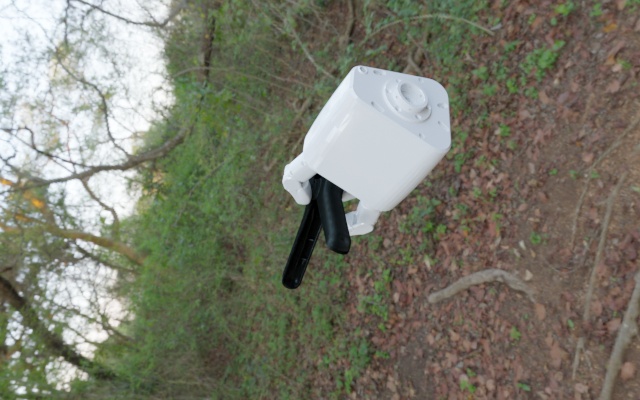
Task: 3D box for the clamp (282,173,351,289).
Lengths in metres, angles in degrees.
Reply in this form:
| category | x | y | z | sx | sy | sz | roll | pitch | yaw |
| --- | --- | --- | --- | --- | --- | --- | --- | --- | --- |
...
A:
| category | x | y | z | sx | sy | sz | roll | pitch | yaw |
| --- | --- | --- | --- | --- | --- | --- | --- | --- | --- |
| clamp | 0.000 | 0.001 | 0.585 | 0.036 | 0.209 | 0.165 | 19 | -36 | -17 |
